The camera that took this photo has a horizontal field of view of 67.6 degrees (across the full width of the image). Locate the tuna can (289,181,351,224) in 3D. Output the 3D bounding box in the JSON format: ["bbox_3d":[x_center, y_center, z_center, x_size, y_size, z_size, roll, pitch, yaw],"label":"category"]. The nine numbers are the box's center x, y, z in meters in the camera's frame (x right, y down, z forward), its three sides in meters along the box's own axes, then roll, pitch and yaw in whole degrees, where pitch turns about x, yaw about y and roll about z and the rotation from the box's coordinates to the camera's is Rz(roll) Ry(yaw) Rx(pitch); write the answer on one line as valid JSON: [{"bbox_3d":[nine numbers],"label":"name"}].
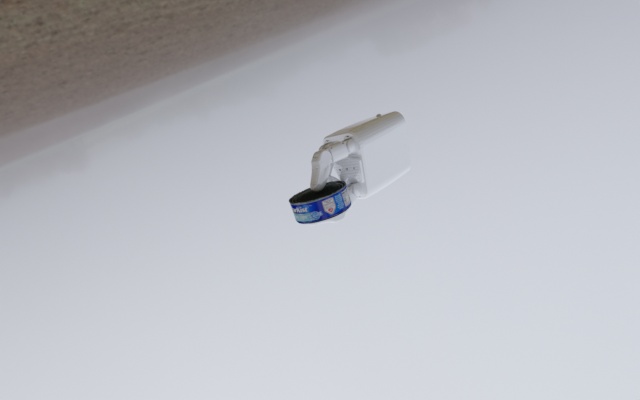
[{"bbox_3d":[0.000,0.003,0.682,0.086,0.034,0.086,-17,14,4],"label":"tuna can"}]
